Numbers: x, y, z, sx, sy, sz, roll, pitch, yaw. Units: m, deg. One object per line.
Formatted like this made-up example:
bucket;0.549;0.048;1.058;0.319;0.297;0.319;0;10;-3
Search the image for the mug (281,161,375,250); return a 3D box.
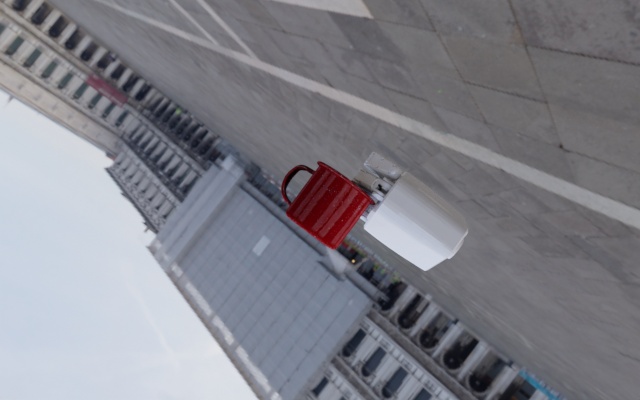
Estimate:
mug;-0.001;0.001;0.617;0.117;0.081;0.093;36;-2;9
